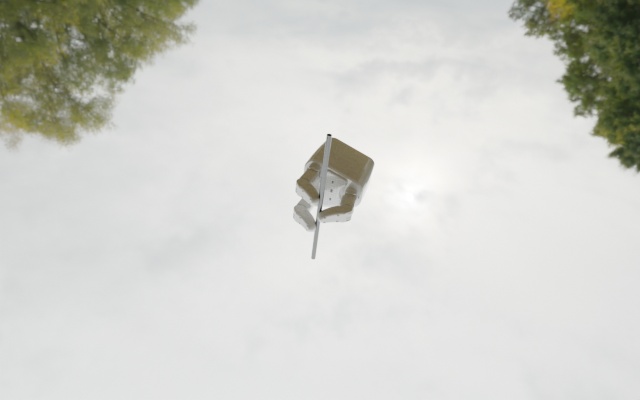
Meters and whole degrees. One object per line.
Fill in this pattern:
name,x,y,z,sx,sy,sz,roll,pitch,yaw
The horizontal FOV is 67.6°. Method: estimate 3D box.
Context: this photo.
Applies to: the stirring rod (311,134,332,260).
stirring rod,0.000,0.002,0.760,0.011,0.240,0.011,5,35,-4
